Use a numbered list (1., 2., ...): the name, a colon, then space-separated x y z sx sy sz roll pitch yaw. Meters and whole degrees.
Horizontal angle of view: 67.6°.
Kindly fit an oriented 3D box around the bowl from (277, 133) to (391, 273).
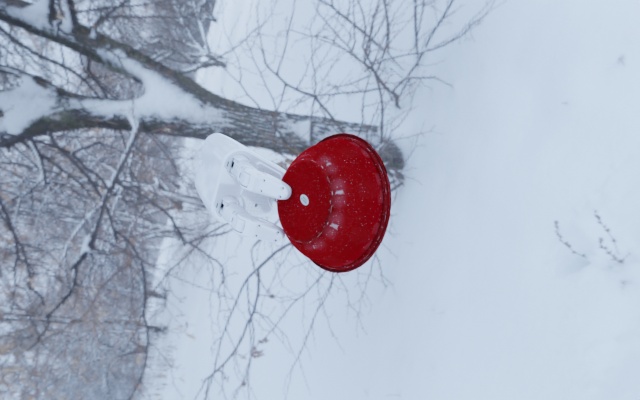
1. bowl: 0.001 0.002 0.535 0.055 0.162 0.162 3 -2 -43
